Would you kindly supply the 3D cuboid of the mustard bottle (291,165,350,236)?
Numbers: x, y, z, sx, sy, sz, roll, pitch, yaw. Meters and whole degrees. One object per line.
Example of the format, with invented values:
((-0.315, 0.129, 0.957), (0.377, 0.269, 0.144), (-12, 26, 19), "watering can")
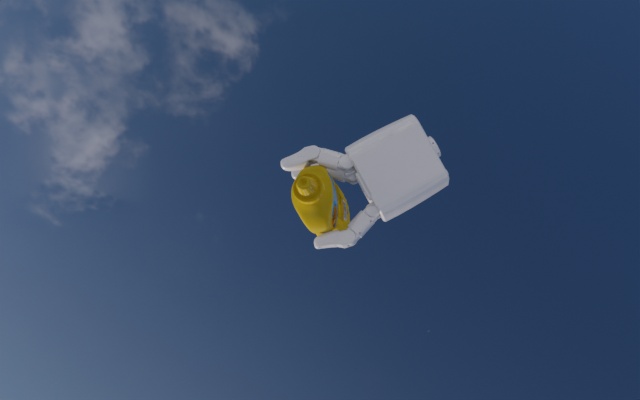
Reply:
((0.000, 0.002, 0.688), (0.058, 0.096, 0.192), (-6, -16, 11), "mustard bottle")
